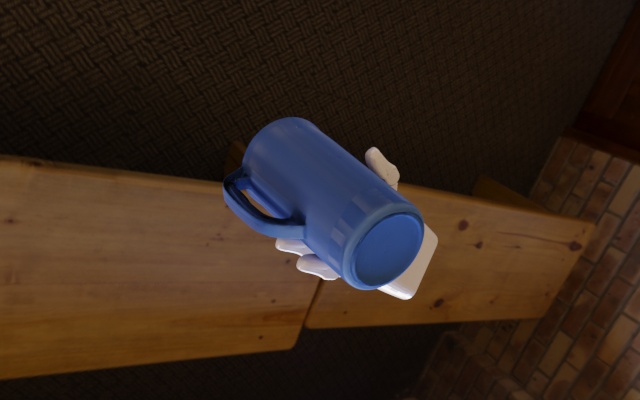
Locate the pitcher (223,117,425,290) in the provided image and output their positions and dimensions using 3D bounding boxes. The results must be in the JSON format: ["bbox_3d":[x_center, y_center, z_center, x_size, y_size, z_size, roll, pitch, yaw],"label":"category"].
[{"bbox_3d":[0.000,0.002,0.578,0.145,0.149,0.242,36,4,-42],"label":"pitcher"}]
